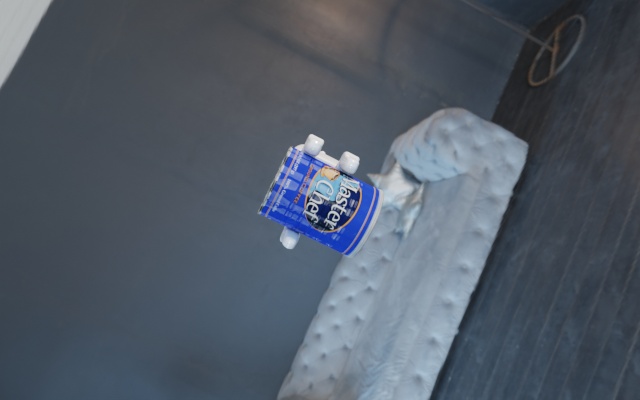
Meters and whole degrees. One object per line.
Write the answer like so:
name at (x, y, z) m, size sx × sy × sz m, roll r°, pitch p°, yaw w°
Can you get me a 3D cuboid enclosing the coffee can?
coffee can at (0.000, 0.002, 0.647) m, size 0.140 × 0.103 × 0.103 m, roll 26°, pitch -3°, yaw -7°
